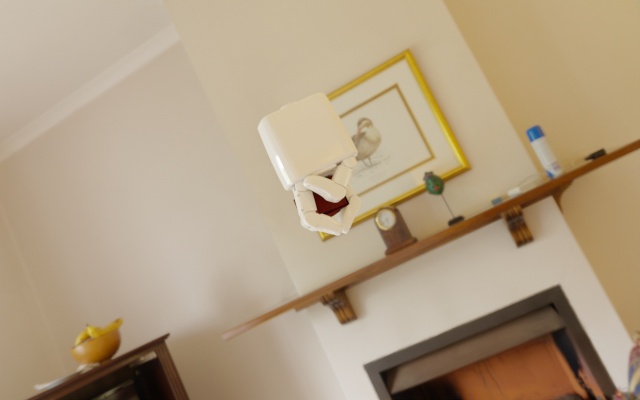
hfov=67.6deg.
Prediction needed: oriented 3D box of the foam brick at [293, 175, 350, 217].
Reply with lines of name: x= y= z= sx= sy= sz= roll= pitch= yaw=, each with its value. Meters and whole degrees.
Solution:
foam brick: x=0.000 y=0.003 z=0.732 sx=0.053 sy=0.051 sz=0.078 roll=-24 pitch=-8 yaw=-24
